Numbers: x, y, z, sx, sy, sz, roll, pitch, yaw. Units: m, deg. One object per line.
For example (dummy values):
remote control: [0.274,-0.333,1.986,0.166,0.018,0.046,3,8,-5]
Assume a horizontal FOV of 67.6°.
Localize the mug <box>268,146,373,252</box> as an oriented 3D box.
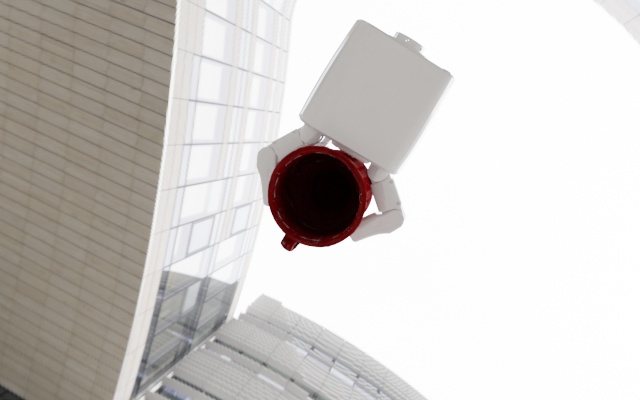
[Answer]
mug: [-0.001,0.003,0.470,0.093,0.117,0.081,34,15,8]
